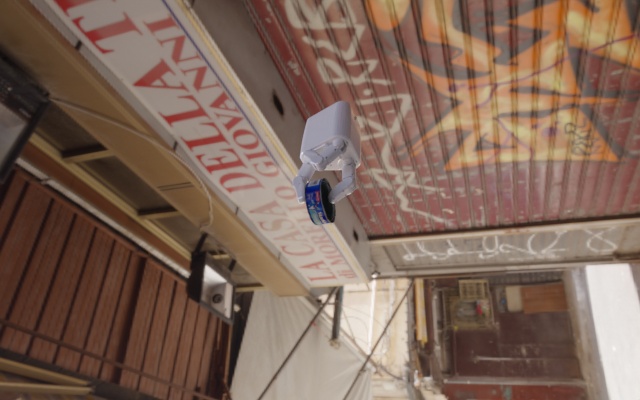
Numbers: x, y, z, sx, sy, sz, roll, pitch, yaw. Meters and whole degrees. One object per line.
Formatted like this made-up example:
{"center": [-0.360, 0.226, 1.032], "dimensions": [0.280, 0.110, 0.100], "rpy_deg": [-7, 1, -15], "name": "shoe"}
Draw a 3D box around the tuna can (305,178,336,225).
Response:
{"center": [0.000, 0.003, 0.897], "dimensions": [0.034, 0.086, 0.086], "rpy_deg": [-11, -3, 16], "name": "tuna can"}
